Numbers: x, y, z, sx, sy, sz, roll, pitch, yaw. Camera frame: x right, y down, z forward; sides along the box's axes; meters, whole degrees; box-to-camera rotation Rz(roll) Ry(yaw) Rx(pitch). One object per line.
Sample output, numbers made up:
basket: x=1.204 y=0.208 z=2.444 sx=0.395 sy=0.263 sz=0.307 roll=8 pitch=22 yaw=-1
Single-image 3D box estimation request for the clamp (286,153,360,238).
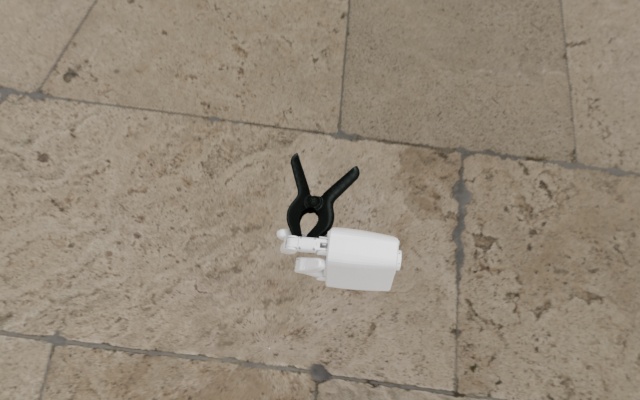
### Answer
clamp: x=0.000 y=0.003 z=0.797 sx=0.120 sy=0.171 sz=0.039 roll=3 pitch=-18 yaw=11
